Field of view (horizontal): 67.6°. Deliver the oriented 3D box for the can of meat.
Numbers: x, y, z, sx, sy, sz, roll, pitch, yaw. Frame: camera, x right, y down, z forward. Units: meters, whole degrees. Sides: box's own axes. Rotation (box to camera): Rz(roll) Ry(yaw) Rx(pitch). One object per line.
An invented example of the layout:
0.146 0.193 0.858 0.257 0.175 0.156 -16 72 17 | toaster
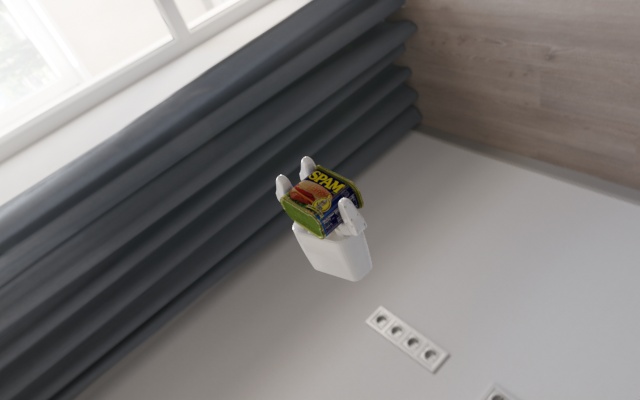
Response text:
0.000 0.003 0.730 0.084 0.057 0.102 -40 45 -20 | can of meat
